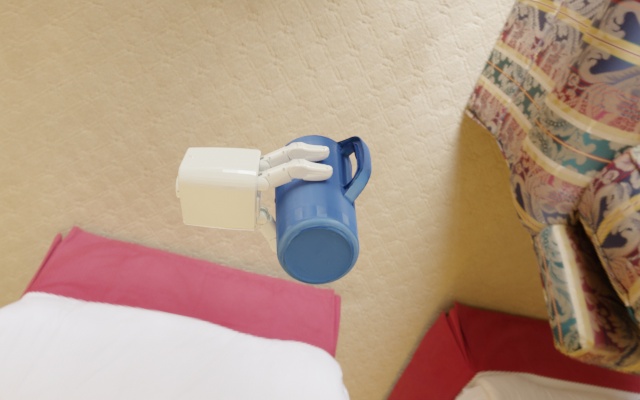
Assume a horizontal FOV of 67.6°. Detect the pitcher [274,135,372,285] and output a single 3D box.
[{"bbox_3d":[0.000,0.002,0.708,0.145,0.149,0.242,3,31,-5],"label":"pitcher"}]
